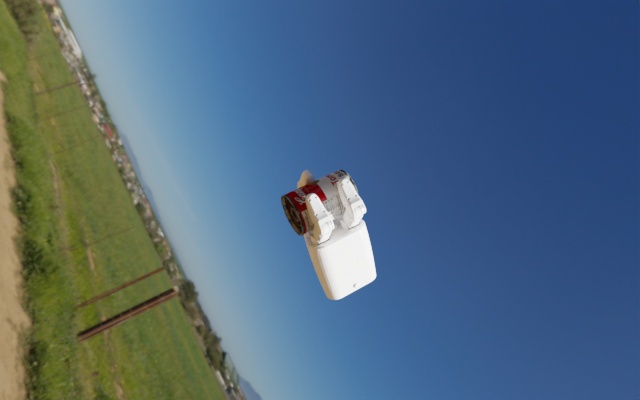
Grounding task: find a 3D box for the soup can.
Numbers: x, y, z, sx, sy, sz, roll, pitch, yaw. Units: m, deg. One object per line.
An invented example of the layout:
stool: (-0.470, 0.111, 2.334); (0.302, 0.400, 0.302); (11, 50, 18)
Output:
soup can: (0.000, 0.002, 0.732); (0.102, 0.068, 0.068); (-25, 8, -17)
